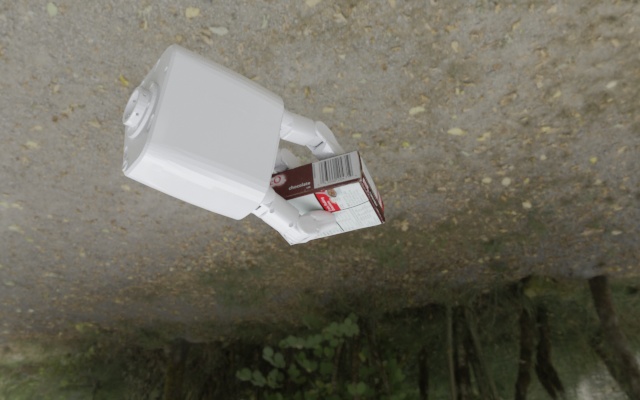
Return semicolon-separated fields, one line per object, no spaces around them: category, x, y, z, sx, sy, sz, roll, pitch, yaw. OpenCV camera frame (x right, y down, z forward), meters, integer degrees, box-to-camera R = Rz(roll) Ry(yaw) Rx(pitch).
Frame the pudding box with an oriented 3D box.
pudding box;0.000;0.002;0.487;0.113;0.039;0.090;-13;-33;16
